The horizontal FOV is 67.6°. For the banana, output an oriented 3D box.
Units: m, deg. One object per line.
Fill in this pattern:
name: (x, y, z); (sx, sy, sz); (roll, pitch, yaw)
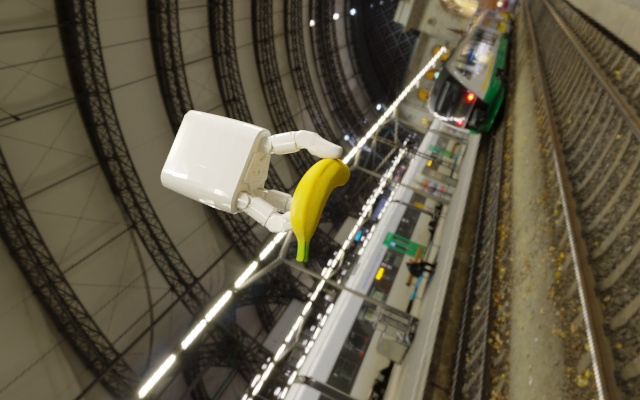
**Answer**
banana: (0.001, -0.012, 0.567); (0.037, 0.070, 0.197); (14, 34, 12)
